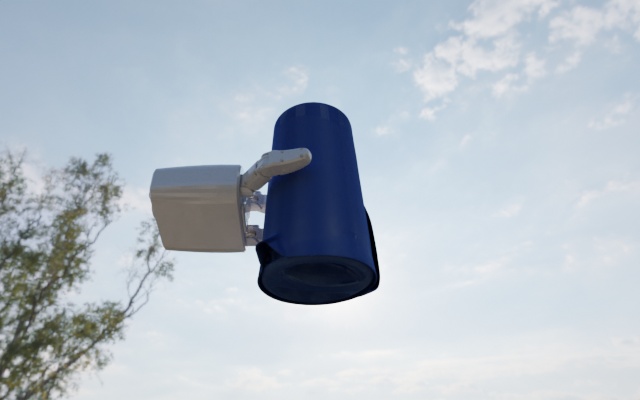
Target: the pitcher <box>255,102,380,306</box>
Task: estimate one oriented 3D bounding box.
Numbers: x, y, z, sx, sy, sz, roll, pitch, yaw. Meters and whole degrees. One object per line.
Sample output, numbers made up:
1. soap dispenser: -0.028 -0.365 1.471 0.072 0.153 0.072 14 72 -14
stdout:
1. pitcher: 0.000 0.002 0.600 0.145 0.242 0.149 -2 -34 1
